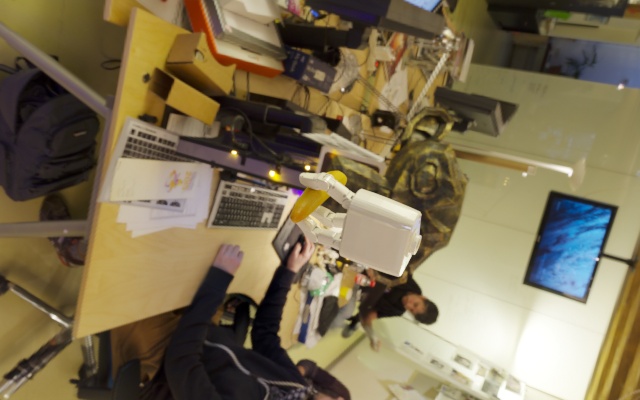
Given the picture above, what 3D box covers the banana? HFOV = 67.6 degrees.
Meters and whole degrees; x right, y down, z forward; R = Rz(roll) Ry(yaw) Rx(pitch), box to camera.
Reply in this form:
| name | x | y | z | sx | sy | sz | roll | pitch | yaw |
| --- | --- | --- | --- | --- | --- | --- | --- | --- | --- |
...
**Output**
| name | x | y | z | sx | sy | sz | roll | pitch | yaw |
| --- | --- | --- | --- | --- | --- | --- | --- | --- | --- |
| banana | 0.007 | -0.015 | 0.835 | 0.037 | 0.070 | 0.197 | 24 | 22 | 17 |
